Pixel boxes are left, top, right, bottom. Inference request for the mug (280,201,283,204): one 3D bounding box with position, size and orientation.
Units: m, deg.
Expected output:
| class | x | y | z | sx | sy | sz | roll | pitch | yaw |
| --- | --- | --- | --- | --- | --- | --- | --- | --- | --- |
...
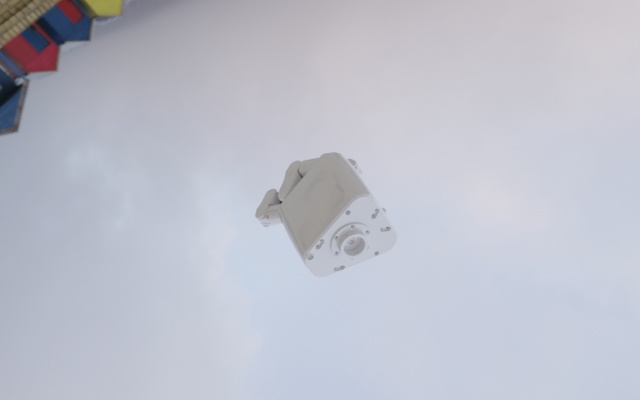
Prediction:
| class | x | y | z | sx | sy | sz | roll | pitch | yaw |
| --- | --- | --- | --- | --- | --- | --- | --- | --- | --- |
| mug | 0.000 | 0.002 | 0.683 | 0.093 | 0.081 | 0.117 | -34 | 33 | 4 |
